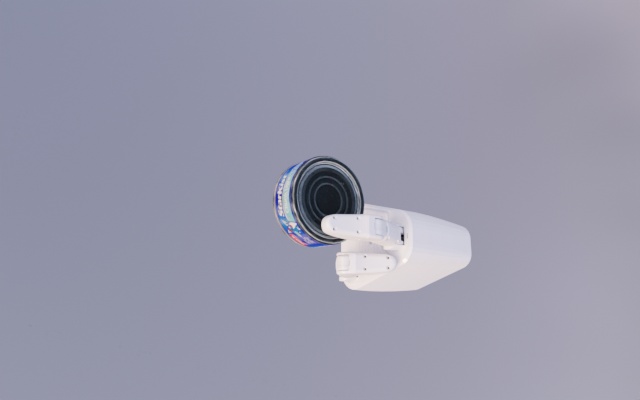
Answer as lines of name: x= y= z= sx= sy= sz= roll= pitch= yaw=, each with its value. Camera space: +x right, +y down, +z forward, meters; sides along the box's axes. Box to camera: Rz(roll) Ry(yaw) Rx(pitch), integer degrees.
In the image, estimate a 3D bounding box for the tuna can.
tuna can: x=0.000 y=0.001 z=0.455 sx=0.086 sy=0.086 sz=0.034 roll=0 pitch=-8 yaw=-35
